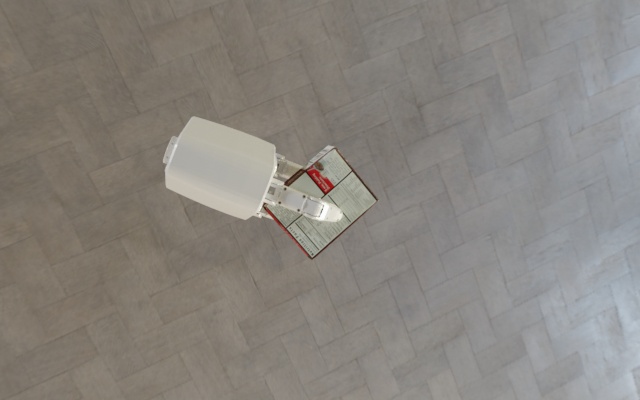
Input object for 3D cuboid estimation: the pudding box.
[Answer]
[{"bbox_3d":[0.000,0.002,0.579,0.113,0.090,0.039,-40,12,-3],"label":"pudding box"}]
